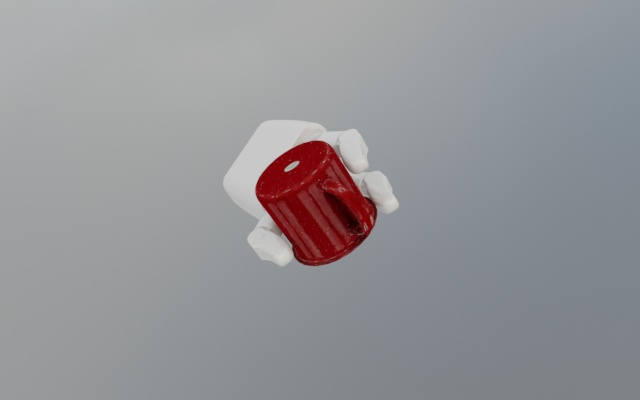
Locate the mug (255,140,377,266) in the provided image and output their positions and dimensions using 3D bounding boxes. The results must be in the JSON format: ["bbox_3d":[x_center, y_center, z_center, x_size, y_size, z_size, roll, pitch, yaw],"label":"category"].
[{"bbox_3d":[0.001,0.002,0.430,0.093,0.081,0.117,-45,31,-18],"label":"mug"}]
